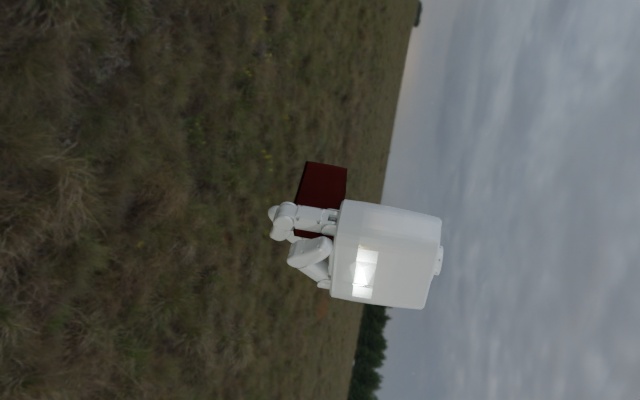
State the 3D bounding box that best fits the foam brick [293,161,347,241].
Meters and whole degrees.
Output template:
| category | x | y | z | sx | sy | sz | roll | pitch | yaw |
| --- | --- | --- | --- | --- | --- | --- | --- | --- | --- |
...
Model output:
| category | x | y | z | sx | sy | sz | roll | pitch | yaw |
| --- | --- | --- | --- | --- | --- | --- | --- | --- | --- |
| foam brick | 0.000 | 0.002 | 0.562 | 0.051 | 0.078 | 0.053 | 8 | -36 | 8 |
